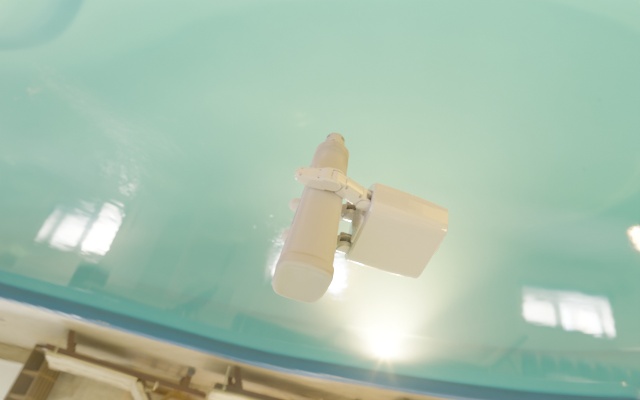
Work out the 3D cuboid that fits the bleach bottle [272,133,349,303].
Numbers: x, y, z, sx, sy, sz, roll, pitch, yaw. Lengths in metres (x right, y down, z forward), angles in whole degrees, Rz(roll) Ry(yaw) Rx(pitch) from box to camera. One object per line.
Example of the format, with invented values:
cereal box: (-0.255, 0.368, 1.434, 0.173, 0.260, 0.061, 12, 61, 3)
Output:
bleach bottle: (0.000, 0.002, 0.635, 0.068, 0.250, 0.103, 17, -36, -4)
